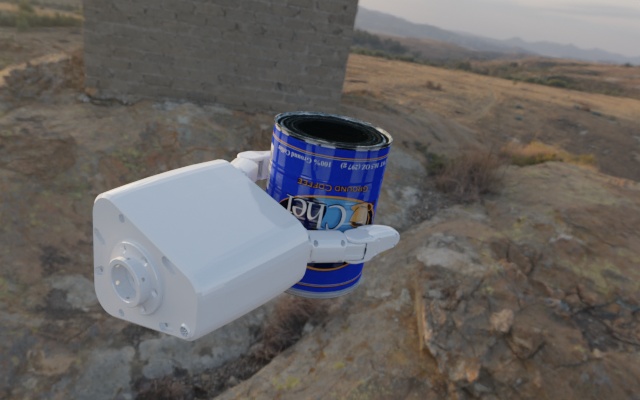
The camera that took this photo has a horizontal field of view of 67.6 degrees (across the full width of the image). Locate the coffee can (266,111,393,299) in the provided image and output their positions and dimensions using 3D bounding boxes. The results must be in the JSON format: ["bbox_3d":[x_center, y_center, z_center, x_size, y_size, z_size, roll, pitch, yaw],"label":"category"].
[{"bbox_3d":[0.000,0.002,0.431,0.103,0.140,0.102,9,23,-4],"label":"coffee can"}]
